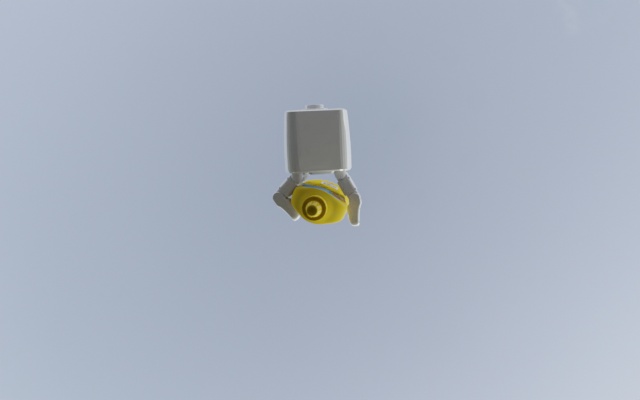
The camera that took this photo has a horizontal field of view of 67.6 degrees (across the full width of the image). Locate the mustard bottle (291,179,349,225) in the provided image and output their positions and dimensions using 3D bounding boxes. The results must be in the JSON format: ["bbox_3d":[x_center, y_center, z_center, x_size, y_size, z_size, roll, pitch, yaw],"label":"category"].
[{"bbox_3d":[0.000,0.003,0.828,0.096,0.058,0.191,23,10,4],"label":"mustard bottle"}]
